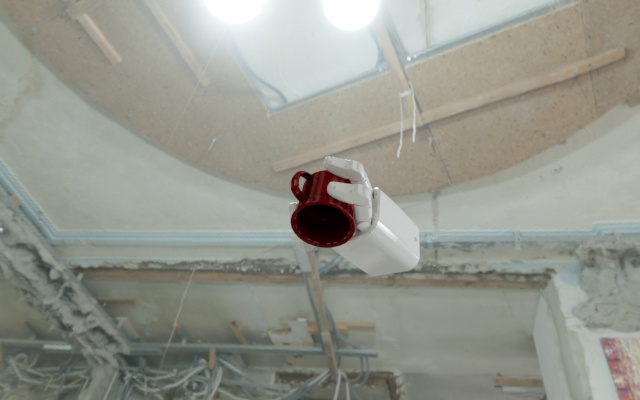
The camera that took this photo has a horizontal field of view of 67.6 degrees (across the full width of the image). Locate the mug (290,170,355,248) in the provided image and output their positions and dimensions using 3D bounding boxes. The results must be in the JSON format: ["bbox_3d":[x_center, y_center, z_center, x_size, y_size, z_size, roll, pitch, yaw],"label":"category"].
[{"bbox_3d":[-0.001,0.001,0.702,0.093,0.081,0.117,-32,-60,33],"label":"mug"}]
